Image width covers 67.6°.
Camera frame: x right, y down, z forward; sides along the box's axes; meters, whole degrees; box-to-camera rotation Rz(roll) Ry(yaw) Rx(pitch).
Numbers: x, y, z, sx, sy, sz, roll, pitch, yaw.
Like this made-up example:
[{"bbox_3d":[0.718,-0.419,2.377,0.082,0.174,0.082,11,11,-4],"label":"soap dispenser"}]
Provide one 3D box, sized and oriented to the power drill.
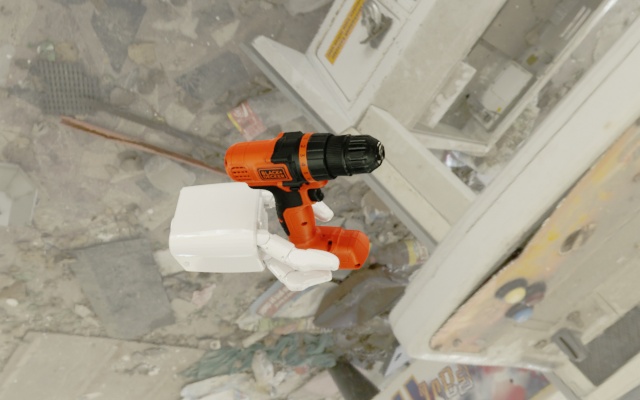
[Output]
[{"bbox_3d":[0.000,0.002,0.559,0.184,0.188,0.057,0,43,25],"label":"power drill"}]
